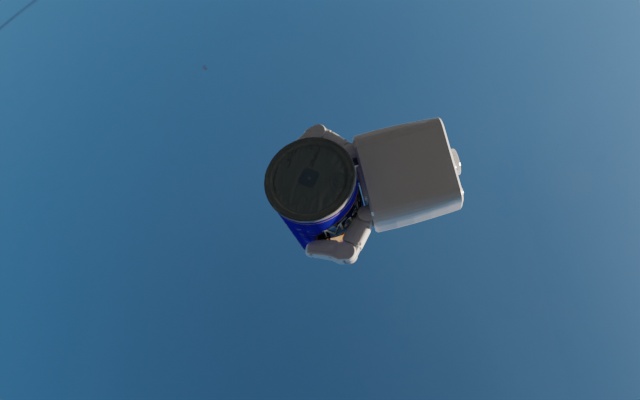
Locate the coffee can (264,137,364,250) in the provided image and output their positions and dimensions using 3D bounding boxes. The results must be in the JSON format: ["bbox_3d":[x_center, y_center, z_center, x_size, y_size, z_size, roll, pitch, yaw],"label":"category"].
[{"bbox_3d":[0.000,0.002,0.584,0.103,0.102,0.140,0,-23,11],"label":"coffee can"}]
